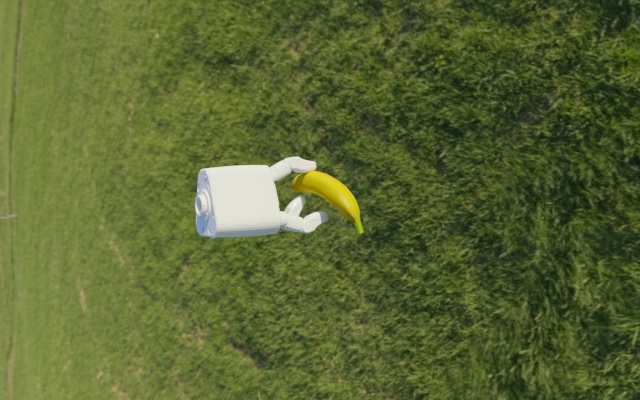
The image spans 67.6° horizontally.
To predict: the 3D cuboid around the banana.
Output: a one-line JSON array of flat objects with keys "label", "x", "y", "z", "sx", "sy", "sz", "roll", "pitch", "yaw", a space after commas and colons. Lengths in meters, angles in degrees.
[{"label": "banana", "x": 0.004, "y": -0.013, "z": 0.805, "sx": 0.037, "sy": 0.070, "sz": 0.197, "roll": -9, "pitch": 29, "yaw": -34}]
